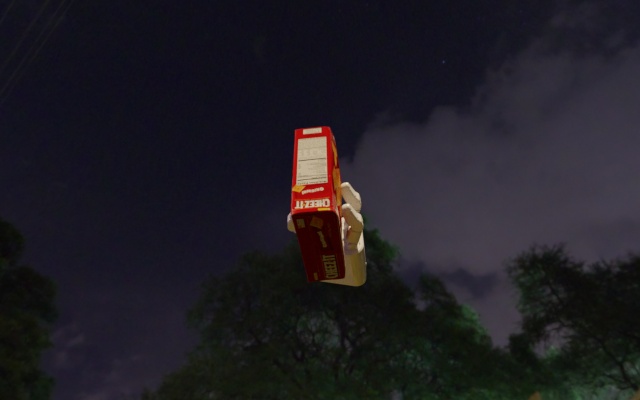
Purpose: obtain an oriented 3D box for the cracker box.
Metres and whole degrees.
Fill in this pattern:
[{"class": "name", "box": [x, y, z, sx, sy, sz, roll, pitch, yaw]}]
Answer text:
[{"class": "cracker box", "box": [0.000, 0.003, 0.810, 0.072, 0.164, 0.213, -7, 43, 5]}]
